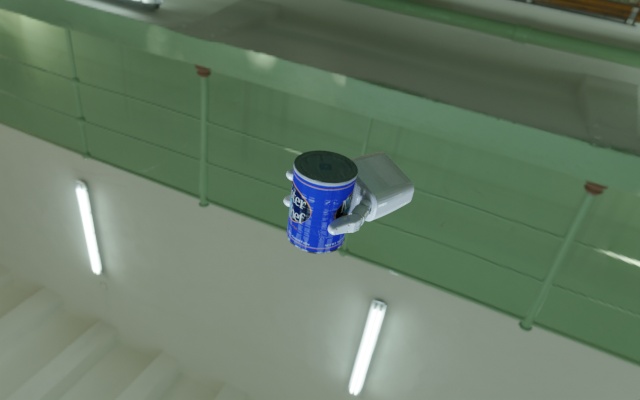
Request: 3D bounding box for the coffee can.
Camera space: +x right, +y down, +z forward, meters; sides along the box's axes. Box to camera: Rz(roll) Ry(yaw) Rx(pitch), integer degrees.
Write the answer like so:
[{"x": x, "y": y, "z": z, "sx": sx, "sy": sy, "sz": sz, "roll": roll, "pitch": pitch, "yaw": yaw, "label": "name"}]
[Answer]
[{"x": 0.000, "y": 0.003, "z": 0.792, "sx": 0.103, "sy": 0.140, "sz": 0.102, "roll": 6, "pitch": 33, "yaw": -4, "label": "coffee can"}]
